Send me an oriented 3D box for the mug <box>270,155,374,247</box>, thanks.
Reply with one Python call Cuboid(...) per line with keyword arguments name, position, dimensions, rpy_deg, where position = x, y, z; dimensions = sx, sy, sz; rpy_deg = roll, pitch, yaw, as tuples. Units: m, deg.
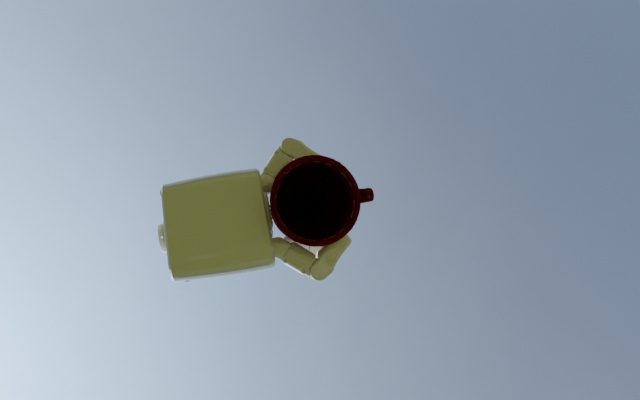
Cuboid(name="mug", position=(0.001, 0.001, 0.521), dimensions=(0.117, 0.093, 0.081), rpy_deg=(-11, -4, -11))
